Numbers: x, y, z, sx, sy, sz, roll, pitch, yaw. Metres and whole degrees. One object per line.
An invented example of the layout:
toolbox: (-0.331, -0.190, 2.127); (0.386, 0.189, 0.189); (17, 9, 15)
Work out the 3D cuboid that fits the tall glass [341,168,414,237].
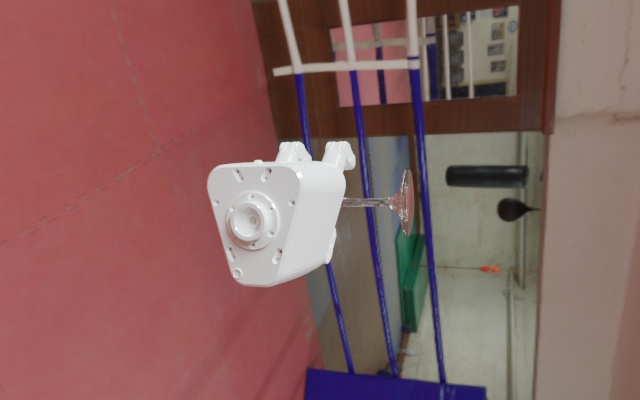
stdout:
tall glass: (0.001, 0.002, 0.543); (0.201, 0.079, 0.079); (0, 0, 20)
